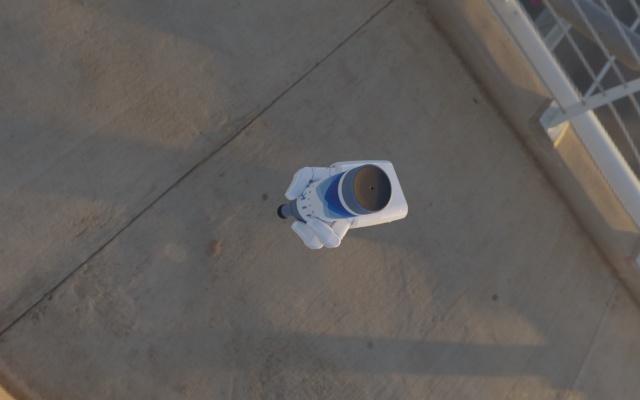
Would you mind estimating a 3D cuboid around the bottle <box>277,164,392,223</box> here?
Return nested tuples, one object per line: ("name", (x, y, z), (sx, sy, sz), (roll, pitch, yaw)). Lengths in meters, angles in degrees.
("bottle", (0.000, 0.002, 0.760), (0.069, 0.069, 0.296), (0, -7, -28))
